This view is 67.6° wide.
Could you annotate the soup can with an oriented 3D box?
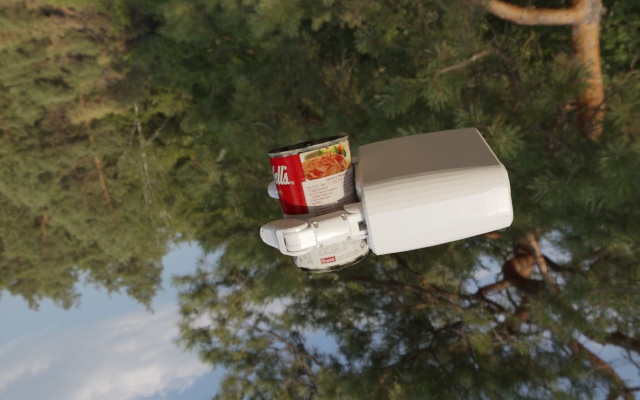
[{"bbox_3d":[0.000,0.002,0.406,0.068,0.102,0.068,-12,11,2],"label":"soup can"}]
